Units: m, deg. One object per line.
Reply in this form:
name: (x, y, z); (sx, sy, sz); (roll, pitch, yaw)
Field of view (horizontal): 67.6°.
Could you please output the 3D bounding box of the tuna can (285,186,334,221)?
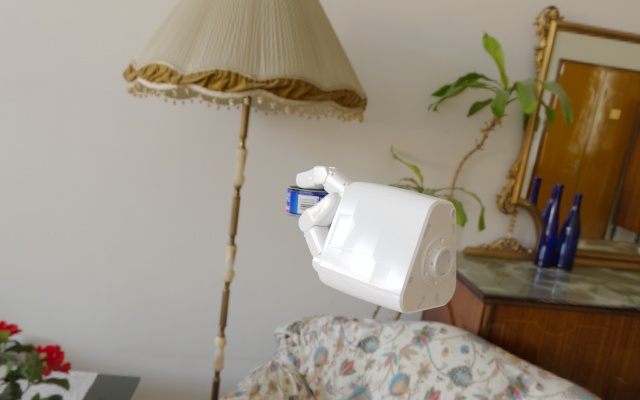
tuna can: (0.000, 0.001, 0.590); (0.086, 0.034, 0.086); (4, 6, 0)
